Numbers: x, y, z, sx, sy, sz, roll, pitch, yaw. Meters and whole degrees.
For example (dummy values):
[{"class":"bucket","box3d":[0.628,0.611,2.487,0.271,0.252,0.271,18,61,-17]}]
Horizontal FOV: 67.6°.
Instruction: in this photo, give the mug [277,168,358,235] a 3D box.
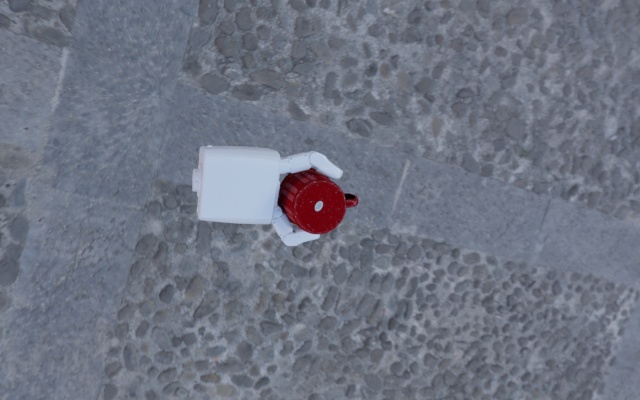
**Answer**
[{"class":"mug","box3d":[0.002,0.002,0.712,0.117,0.093,0.081,0,12,-17]}]
